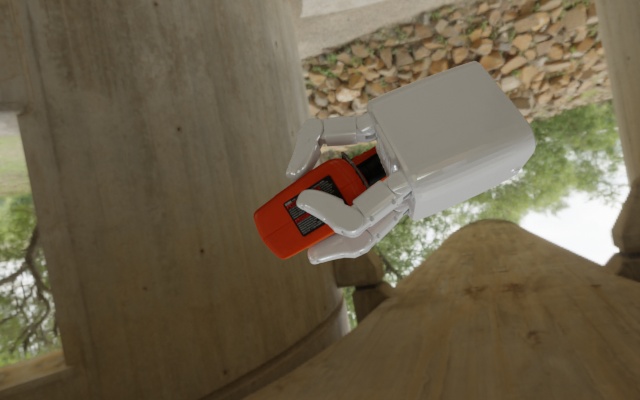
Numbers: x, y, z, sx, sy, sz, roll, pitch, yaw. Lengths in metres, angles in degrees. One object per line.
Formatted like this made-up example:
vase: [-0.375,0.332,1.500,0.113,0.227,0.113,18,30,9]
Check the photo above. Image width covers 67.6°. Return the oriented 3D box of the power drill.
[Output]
power drill: [0.000,0.002,0.504,0.184,0.057,0.187,-34,1,17]
